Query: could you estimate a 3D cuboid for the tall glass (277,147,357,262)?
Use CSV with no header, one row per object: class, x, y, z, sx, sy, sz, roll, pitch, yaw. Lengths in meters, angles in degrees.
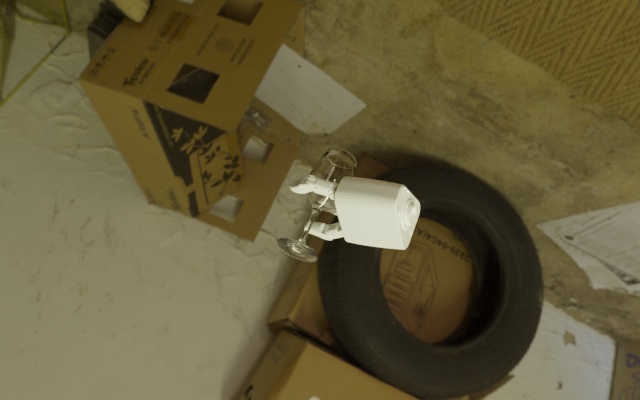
tall glass,0.000,0.003,0.834,0.079,0.201,0.079,20,-27,11
